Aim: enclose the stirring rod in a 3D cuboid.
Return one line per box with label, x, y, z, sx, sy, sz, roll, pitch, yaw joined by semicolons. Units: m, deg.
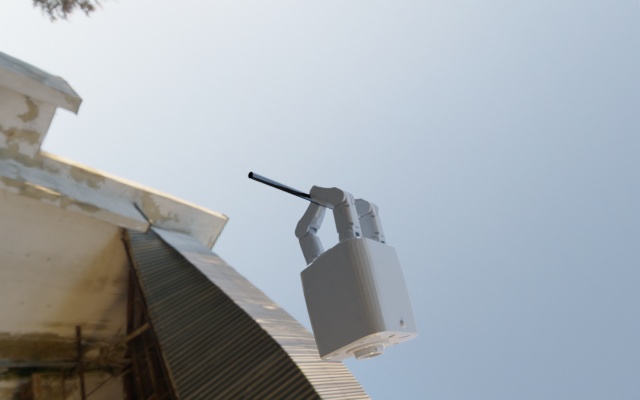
stirring rod;0.000;0.002;0.593;0.011;0.011;0.239;0;-14;39
